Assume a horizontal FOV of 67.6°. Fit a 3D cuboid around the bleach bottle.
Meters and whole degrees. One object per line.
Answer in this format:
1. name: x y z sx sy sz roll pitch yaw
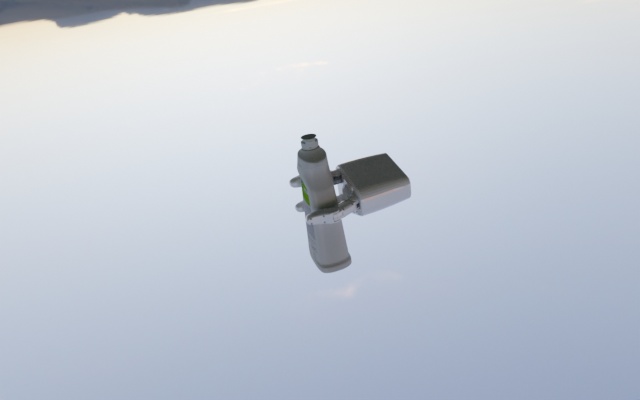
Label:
1. bleach bottle: 0.000 0.003 0.874 0.068 0.251 0.102 -17 28 -14
